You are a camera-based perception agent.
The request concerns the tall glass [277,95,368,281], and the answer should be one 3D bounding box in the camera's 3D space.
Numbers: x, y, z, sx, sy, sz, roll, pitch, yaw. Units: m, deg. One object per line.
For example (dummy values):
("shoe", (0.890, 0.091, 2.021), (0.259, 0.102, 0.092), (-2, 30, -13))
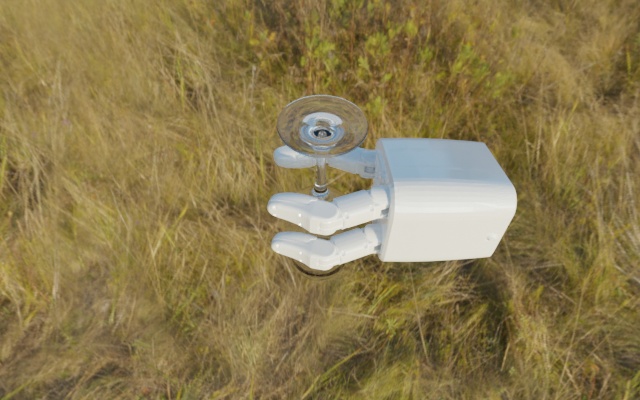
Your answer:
("tall glass", (0.000, 0.001, 0.461), (0.079, 0.079, 0.201), (0, -39, -2))
